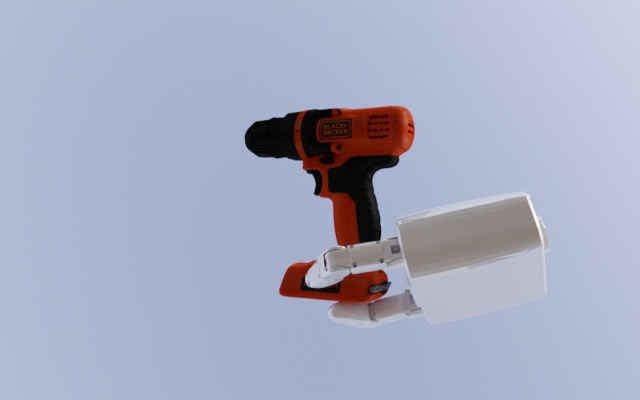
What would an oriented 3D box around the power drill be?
[{"bbox_3d":[0.000,0.002,0.473,0.184,0.187,0.057,0,-1,30],"label":"power drill"}]
